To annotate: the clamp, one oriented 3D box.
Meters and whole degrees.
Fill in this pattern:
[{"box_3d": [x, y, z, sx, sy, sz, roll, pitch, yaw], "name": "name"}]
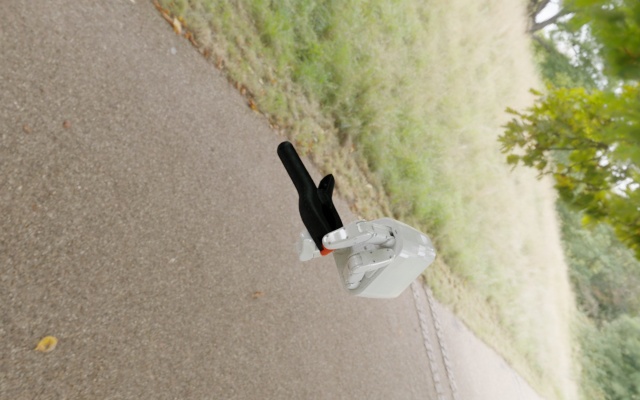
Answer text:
[{"box_3d": [0.001, 0.002, 0.667, 0.039, 0.171, 0.120, -35, -33, 28], "name": "clamp"}]
